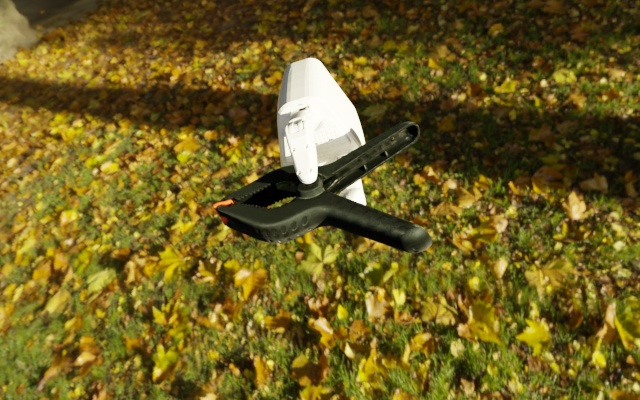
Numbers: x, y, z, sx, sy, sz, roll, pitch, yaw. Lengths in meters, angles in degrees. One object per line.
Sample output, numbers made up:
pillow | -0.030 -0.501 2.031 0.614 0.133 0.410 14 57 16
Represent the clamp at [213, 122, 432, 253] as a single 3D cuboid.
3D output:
clamp | -0.001 0.001 0.437 0.210 0.036 0.164 -14 38 10
